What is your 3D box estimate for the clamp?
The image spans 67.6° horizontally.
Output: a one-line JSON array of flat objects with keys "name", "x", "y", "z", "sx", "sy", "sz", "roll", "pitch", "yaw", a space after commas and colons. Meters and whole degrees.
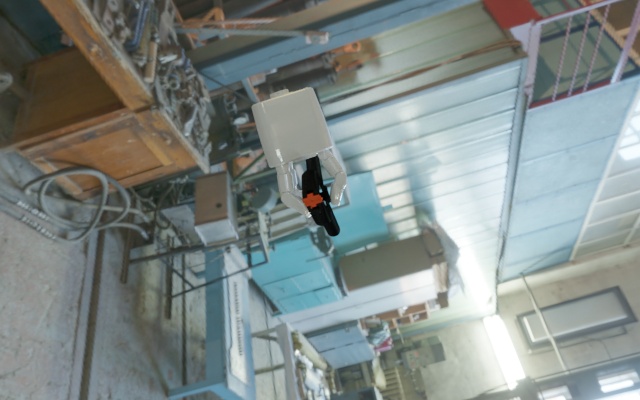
[{"name": "clamp", "x": 0.001, "y": 0.002, "z": 0.813, "sx": 0.036, "sy": 0.164, "sz": 0.210, "roll": -17, "pitch": 9, "yaw": 6}]
